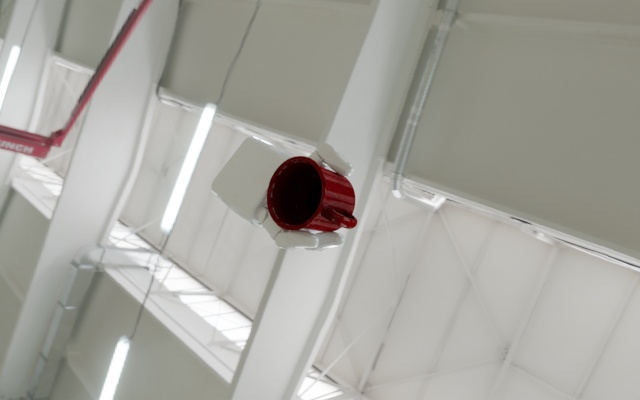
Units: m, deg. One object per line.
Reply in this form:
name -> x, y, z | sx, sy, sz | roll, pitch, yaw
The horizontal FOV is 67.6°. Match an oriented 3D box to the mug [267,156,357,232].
mug -> 0.001, 0.003, 0.607 | 0.117, 0.093, 0.081 | 32, 10, 36
